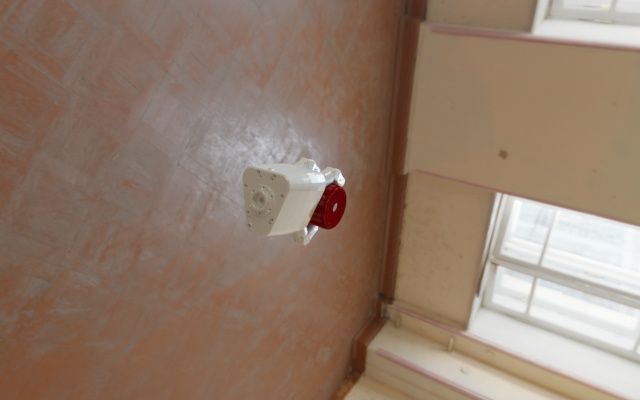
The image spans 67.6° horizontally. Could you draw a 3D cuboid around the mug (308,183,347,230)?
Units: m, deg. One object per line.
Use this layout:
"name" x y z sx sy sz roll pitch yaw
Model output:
"mug" 0.001 0.003 0.875 0.081 0.093 0.117 17 13 28
